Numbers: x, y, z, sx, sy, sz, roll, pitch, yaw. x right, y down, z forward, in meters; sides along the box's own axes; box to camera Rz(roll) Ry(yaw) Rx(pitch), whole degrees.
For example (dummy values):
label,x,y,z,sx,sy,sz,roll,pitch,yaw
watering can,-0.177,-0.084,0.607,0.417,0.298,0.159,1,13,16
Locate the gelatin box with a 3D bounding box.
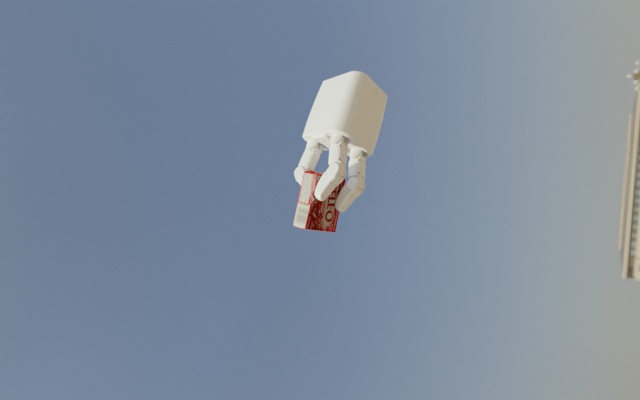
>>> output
label,x,y,z,sx,sy,sz,roll,pitch,yaw
gelatin box,0.000,0.003,0.742,0.030,0.089,0.073,13,2,41
